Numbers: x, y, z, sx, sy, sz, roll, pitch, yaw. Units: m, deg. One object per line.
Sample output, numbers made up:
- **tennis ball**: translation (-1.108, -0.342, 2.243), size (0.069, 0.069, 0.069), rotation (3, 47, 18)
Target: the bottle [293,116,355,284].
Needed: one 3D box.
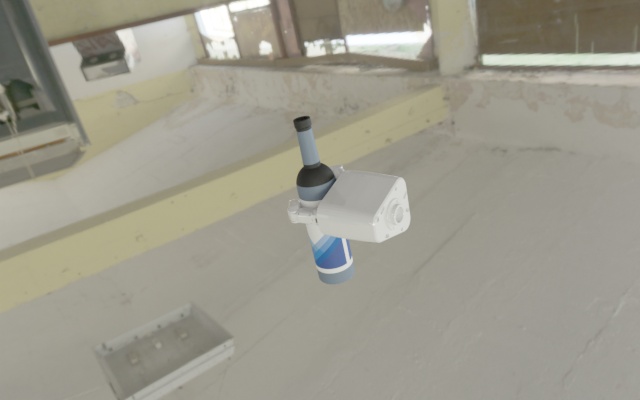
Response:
- **bottle**: translation (0.000, 0.003, 0.805), size (0.069, 0.296, 0.069), rotation (-11, 25, 5)
